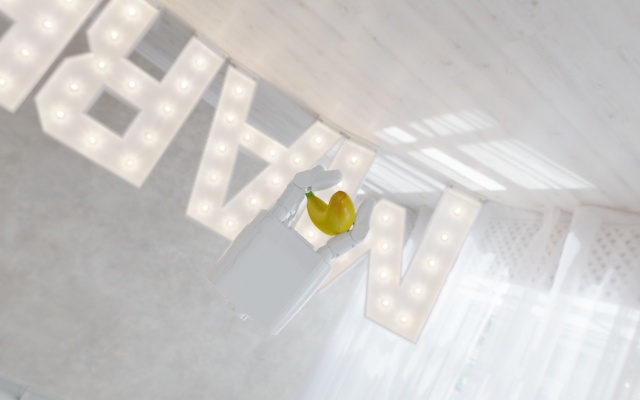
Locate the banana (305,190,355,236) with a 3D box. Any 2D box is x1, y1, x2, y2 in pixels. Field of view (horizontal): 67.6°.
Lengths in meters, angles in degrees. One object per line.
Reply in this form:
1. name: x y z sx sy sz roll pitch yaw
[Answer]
1. banana: 0.010 0.016 0.625 0.037 0.069 0.198 -39 12 -10
